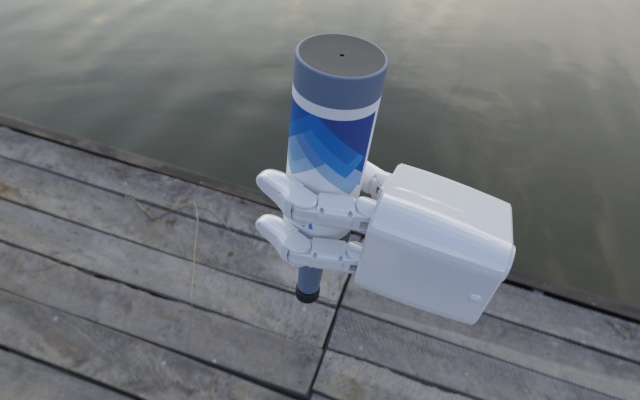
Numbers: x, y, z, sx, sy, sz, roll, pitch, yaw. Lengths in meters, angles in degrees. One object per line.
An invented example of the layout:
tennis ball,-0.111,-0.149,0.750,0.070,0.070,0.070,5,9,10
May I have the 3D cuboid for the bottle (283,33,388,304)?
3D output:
bottle,0.000,0.001,0.439,0.069,0.296,0.069,4,44,-4
